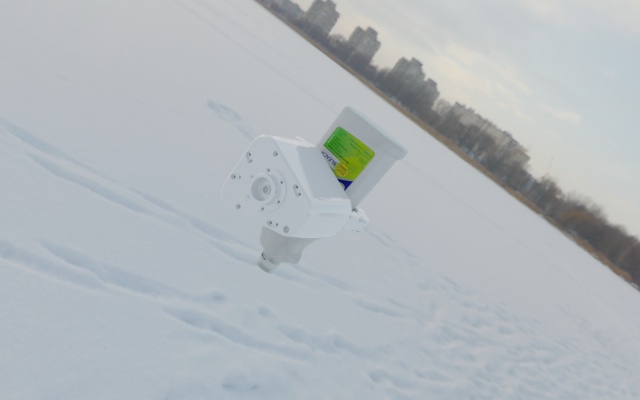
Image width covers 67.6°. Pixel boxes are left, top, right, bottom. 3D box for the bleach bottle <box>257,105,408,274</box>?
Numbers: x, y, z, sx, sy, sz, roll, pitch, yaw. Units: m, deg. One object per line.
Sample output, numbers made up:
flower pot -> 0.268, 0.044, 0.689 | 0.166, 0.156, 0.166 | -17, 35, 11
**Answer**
bleach bottle -> 0.000, 0.002, 0.643 | 0.102, 0.251, 0.068 | 42, 15, 20
